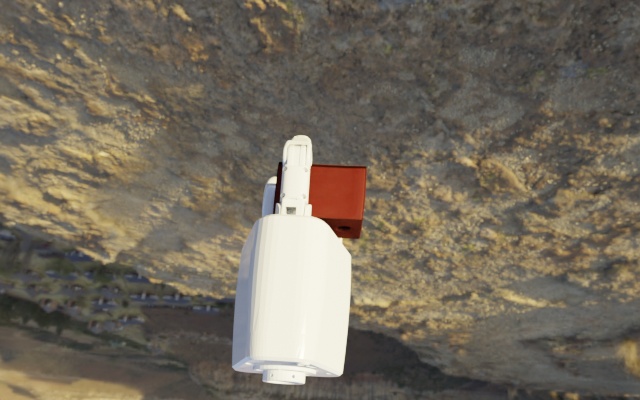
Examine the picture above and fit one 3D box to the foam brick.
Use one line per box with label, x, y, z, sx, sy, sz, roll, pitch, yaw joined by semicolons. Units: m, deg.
foam brick;0.000;0.001;0.425;0.078;0.051;0.053;2;-24;2
